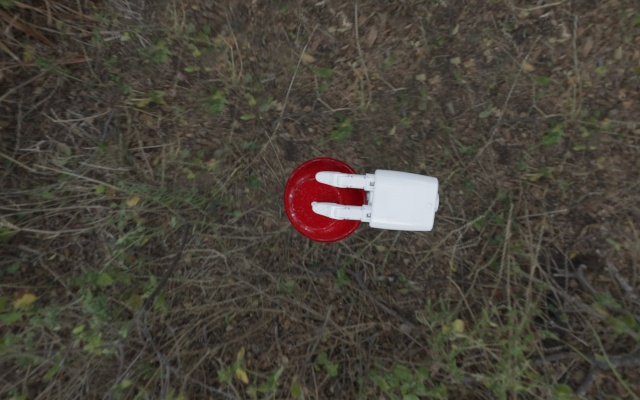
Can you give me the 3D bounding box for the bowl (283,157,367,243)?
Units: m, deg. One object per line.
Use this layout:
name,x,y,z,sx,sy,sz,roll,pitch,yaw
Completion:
bowl,-0.001,0.003,0.865,0.162,0.162,0.055,0,8,16
